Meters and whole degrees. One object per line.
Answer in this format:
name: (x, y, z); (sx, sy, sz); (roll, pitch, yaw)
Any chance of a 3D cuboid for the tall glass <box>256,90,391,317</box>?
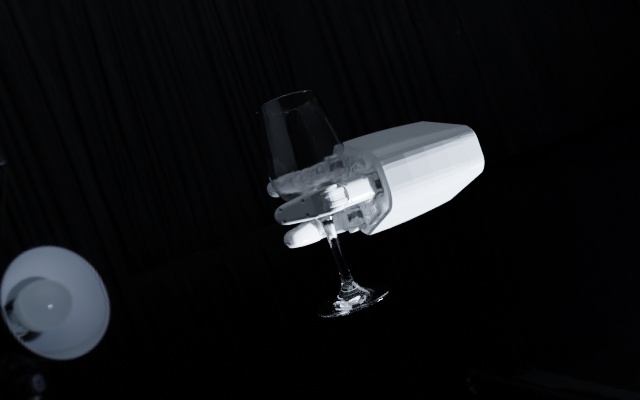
tall glass: (0.000, 0.002, 0.452); (0.079, 0.201, 0.079); (-19, 1, 0)
